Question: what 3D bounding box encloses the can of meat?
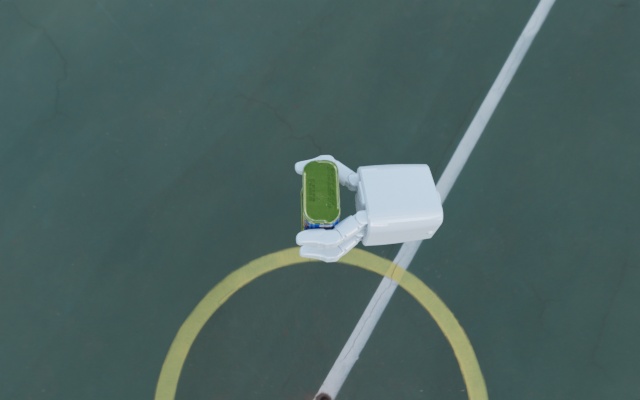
[{"bbox_3d":[0.000,0.002,0.693,0.057,0.102,0.084,-1,-23,-2],"label":"can of meat"}]
